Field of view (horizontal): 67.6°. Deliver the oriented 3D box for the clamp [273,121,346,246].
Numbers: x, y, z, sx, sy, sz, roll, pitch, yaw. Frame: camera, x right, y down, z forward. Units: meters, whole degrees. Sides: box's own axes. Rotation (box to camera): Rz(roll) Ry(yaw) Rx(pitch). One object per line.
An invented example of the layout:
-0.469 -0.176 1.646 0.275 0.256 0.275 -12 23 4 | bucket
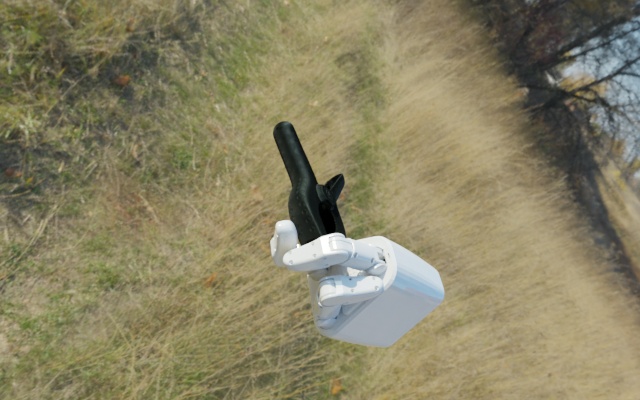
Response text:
0.001 0.001 0.518 0.039 0.171 0.120 -32 -41 28 | clamp
